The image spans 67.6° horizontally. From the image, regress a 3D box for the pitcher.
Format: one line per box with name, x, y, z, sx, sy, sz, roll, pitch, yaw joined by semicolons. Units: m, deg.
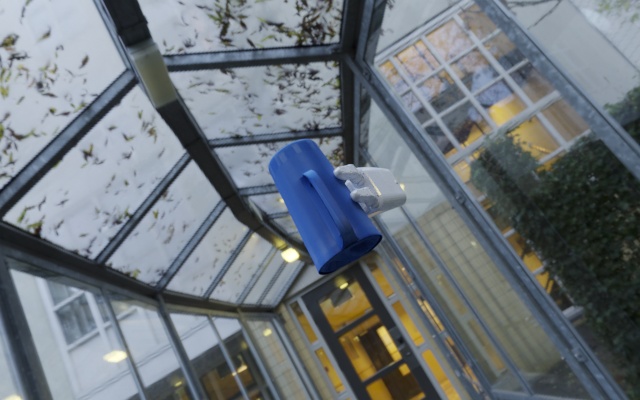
pitcher;0.000;0.003;0.888;0.145;0.242;0.149;-8;-30;-48
